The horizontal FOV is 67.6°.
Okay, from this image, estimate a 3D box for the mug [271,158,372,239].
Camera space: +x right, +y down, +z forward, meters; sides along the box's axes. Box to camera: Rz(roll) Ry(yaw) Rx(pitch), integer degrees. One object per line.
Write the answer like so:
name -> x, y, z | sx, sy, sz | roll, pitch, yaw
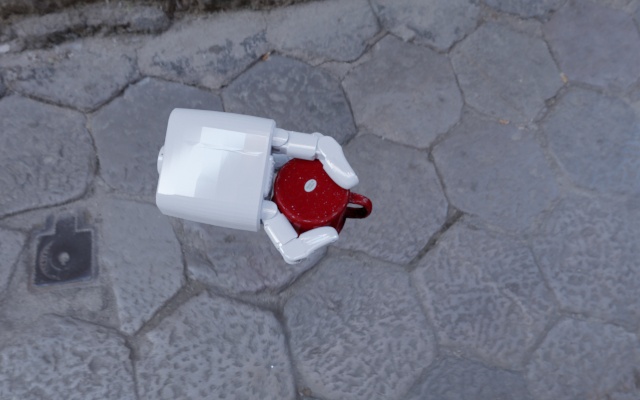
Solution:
mug -> 0.002, 0.002, 0.534 | 0.117, 0.093, 0.081 | 10, -20, -1
